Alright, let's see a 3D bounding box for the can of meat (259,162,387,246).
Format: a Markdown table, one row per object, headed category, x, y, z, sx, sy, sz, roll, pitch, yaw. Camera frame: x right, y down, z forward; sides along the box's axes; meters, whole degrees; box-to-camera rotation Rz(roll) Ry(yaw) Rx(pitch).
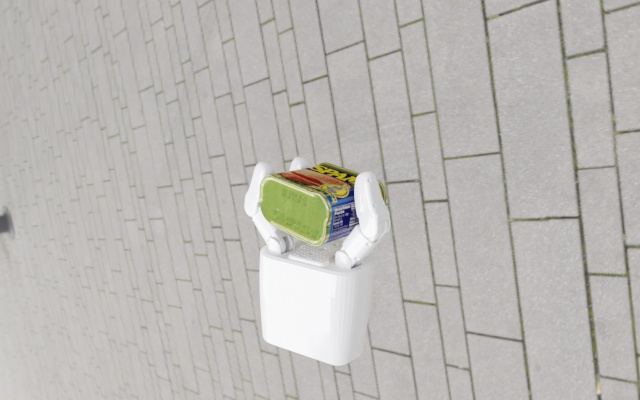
| category | x | y | z | sx | sy | sz | roll | pitch | yaw |
| --- | --- | --- | --- | --- | --- | --- | --- | --- | --- |
| can of meat | 0.000 | 0.002 | 0.481 | 0.102 | 0.057 | 0.084 | 22 | 25 | 40 |
